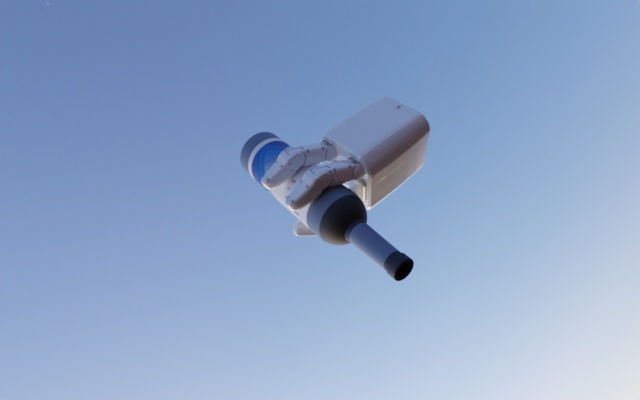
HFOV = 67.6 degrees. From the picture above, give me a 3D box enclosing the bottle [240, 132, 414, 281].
[{"bbox_3d":[0.000,0.002,0.580,0.069,0.069,0.295,0,28,-41],"label":"bottle"}]
